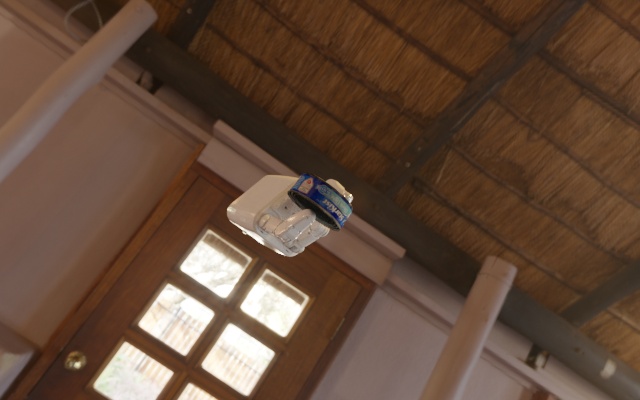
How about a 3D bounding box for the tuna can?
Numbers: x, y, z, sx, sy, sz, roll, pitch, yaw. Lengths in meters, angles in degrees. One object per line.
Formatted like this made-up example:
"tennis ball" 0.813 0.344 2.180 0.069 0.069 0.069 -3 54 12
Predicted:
"tuna can" 0.000 0.002 0.631 0.086 0.033 0.086 35 -13 9
